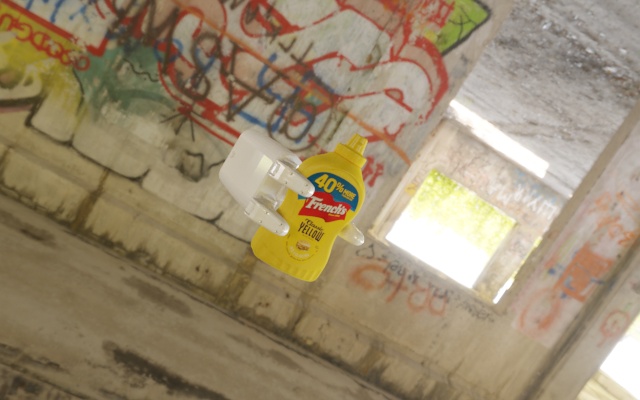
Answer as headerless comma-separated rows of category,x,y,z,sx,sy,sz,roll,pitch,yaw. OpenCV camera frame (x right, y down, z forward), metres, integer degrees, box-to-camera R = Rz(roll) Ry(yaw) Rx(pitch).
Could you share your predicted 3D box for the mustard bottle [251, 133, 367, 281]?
mustard bottle,0.000,0.002,0.596,0.096,0.191,0.058,29,7,-21
